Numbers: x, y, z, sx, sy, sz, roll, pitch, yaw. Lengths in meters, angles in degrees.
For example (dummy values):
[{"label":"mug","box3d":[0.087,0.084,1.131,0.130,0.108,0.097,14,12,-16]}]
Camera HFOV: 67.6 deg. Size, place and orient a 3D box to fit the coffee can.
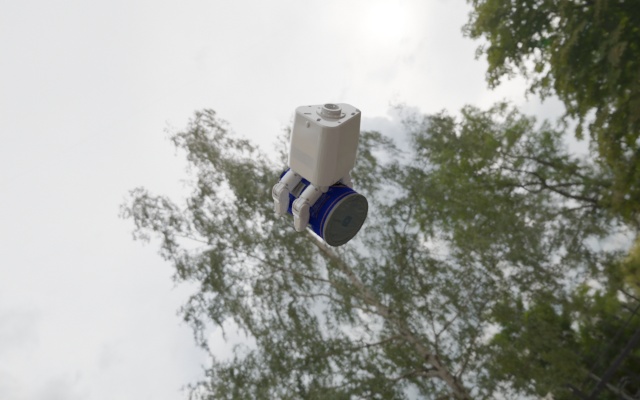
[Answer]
[{"label":"coffee can","box3d":[0.000,0.003,0.849,0.140,0.103,0.103,35,22,36]}]
